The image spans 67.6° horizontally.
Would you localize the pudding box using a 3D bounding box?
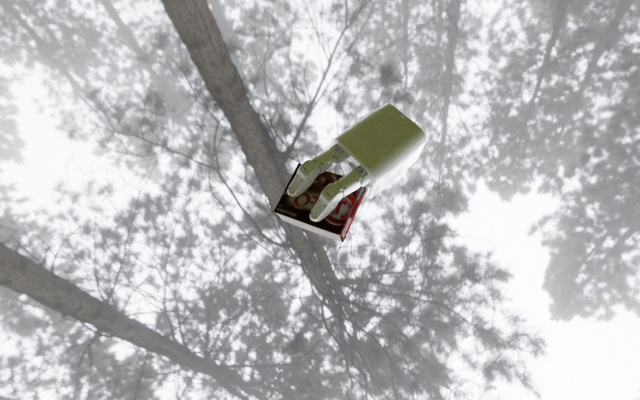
[{"bbox_3d":[0.000,0.002,0.715,0.113,0.090,0.039,17,-22,22],"label":"pudding box"}]
